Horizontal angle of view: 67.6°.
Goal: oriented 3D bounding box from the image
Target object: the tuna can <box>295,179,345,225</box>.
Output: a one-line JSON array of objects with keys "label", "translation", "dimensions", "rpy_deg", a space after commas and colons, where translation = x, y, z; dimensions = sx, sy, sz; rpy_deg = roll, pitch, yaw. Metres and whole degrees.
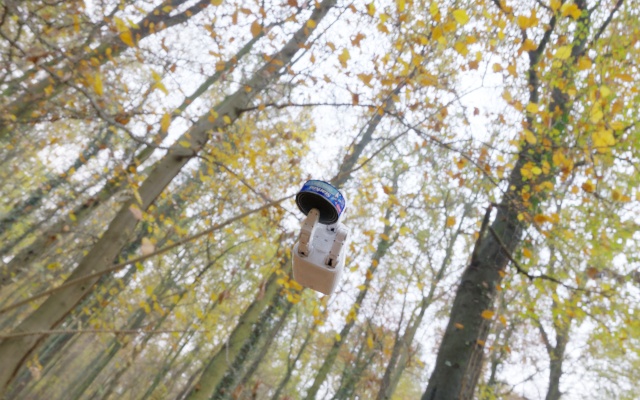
[{"label": "tuna can", "translation": [0.000, 0.002, 0.841], "dimensions": [0.086, 0.033, 0.086], "rpy_deg": [22, -33, 15]}]
